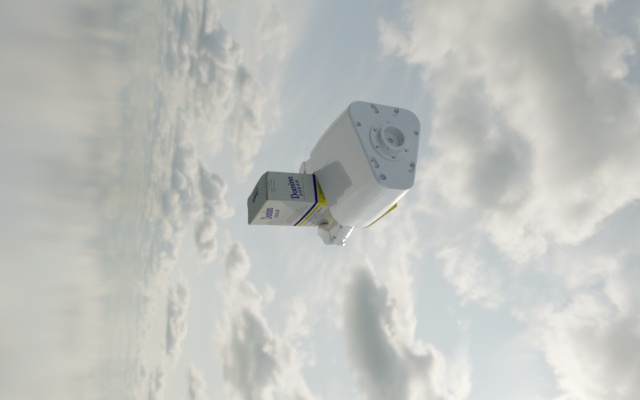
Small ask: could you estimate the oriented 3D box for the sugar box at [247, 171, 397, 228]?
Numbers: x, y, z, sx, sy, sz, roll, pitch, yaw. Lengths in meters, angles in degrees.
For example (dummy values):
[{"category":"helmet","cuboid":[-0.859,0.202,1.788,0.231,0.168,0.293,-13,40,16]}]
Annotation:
[{"category":"sugar box","cuboid":[0.000,0.001,0.628,0.176,0.048,0.093,6,-24,-22]}]
